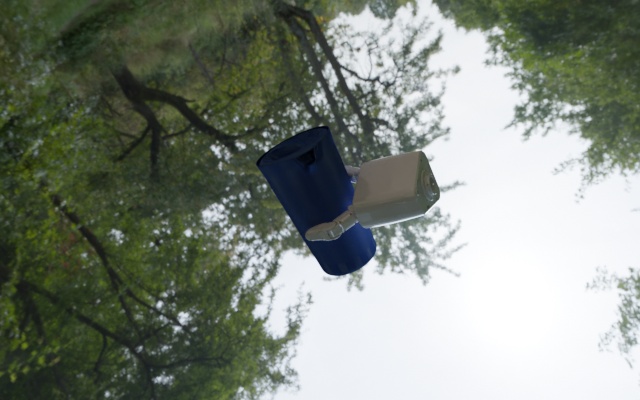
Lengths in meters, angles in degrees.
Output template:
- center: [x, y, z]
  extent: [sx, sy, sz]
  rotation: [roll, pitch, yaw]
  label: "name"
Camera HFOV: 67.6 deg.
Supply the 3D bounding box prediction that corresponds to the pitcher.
- center: [0.000, 0.003, 0.825]
  extent: [0.145, 0.243, 0.149]
  rotation: [-14, 24, 32]
  label: "pitcher"
